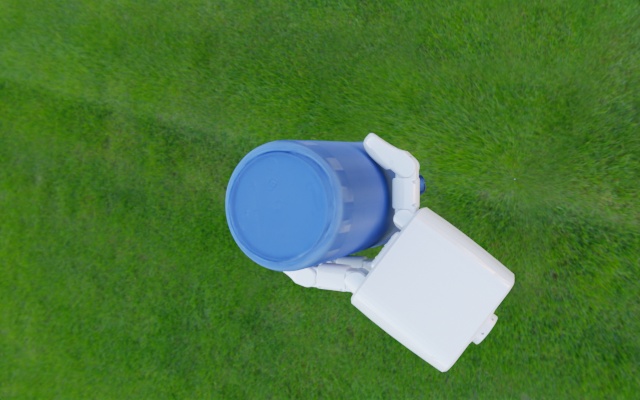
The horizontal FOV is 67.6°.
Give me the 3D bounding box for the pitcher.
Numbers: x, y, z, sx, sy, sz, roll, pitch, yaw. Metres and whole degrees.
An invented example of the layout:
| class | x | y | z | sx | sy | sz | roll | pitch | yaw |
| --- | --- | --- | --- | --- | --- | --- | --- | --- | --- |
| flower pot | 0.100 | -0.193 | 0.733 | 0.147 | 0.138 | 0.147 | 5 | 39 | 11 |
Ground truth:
| class | x | y | z | sx | sy | sz | roll | pitch | yaw |
| --- | --- | --- | --- | --- | --- | --- | --- | --- | --- |
| pitcher | 0.000 | 0.002 | 0.496 | 0.145 | 0.149 | 0.243 | 38 | 15 | 16 |
